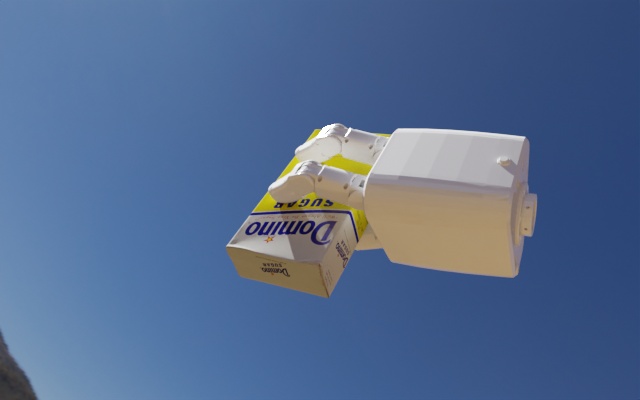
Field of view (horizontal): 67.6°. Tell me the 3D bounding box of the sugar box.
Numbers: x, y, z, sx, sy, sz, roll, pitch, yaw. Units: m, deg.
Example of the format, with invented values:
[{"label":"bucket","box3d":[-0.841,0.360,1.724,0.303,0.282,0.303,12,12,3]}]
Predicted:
[{"label":"sugar box","box3d":[0.000,0.001,0.443,0.093,0.048,0.176,7,43,27]}]
